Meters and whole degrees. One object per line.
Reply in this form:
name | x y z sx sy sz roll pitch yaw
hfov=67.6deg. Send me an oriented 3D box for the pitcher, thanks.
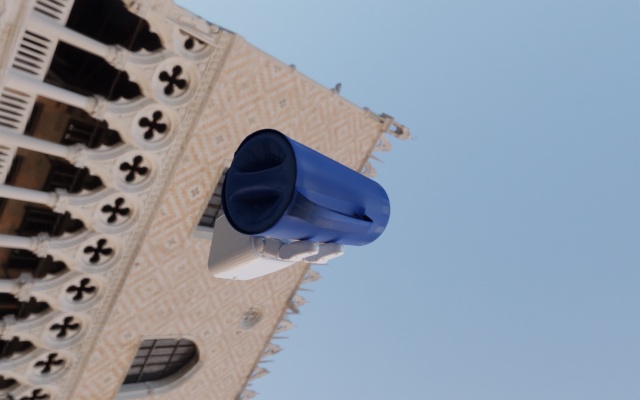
pitcher | 0.000 0.002 0.661 0.145 0.149 0.243 -28 -27 32
